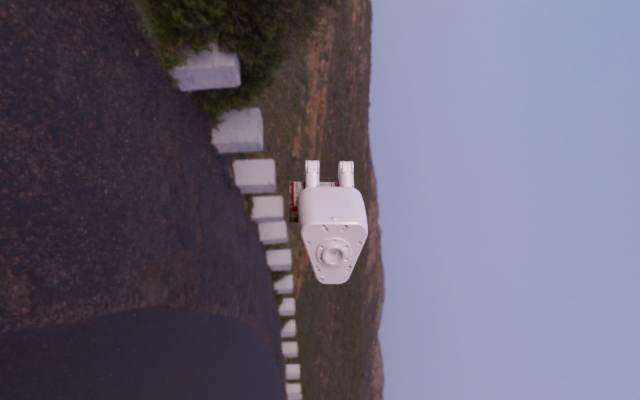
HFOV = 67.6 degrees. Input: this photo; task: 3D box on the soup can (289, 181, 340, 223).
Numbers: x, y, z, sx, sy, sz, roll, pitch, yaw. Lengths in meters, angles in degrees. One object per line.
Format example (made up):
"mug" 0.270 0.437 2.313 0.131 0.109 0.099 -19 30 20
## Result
"soup can" 0.000 0.002 0.782 0.102 0.068 0.068 0 0 -3
